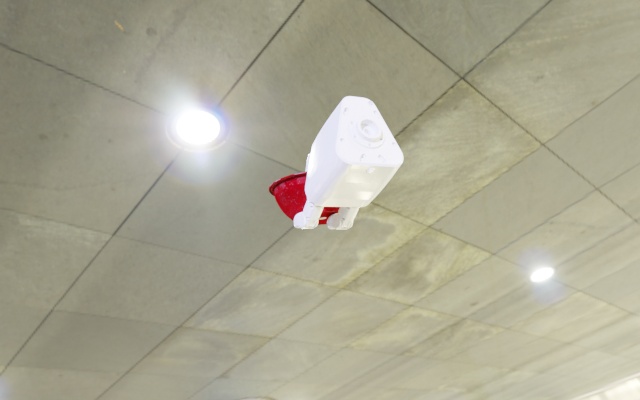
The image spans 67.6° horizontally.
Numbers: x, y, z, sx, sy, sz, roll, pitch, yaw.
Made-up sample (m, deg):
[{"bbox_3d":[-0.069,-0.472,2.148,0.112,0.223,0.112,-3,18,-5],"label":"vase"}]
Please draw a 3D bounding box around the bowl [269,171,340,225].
[{"bbox_3d":[0.000,0.003,0.758,0.162,0.055,0.162,-4,-15,-1],"label":"bowl"}]
